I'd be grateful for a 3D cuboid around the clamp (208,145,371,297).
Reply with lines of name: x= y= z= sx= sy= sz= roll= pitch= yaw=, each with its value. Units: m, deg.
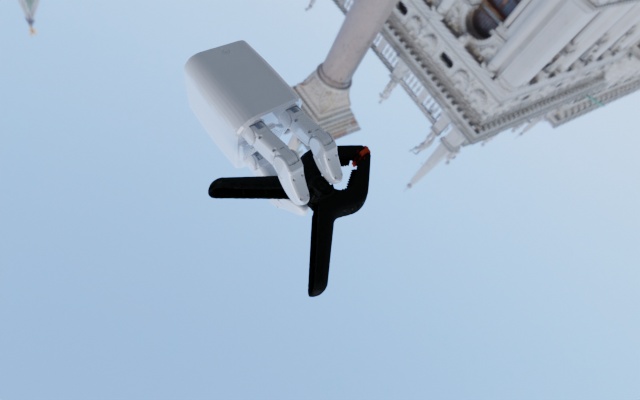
clamp: x=0.000 y=0.002 z=0.553 sx=0.210 sy=0.164 sz=0.036 roll=-33 pitch=-12 yaw=-37
